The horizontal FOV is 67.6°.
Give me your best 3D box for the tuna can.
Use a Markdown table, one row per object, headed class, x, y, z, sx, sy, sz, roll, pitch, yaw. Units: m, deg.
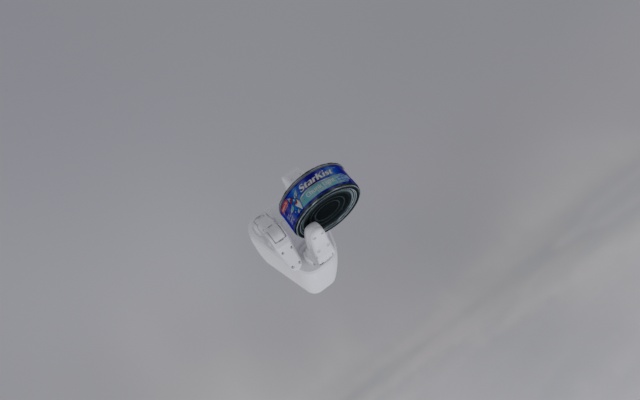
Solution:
| class | x | y | z | sx | sy | sz | roll | pitch | yaw |
| --- | --- | --- | --- | --- | --- | --- | --- | --- | --- |
| tuna can | 0.000 | 0.002 | 0.513 | 0.086 | 0.033 | 0.086 | -30 | -27 | -17 |
